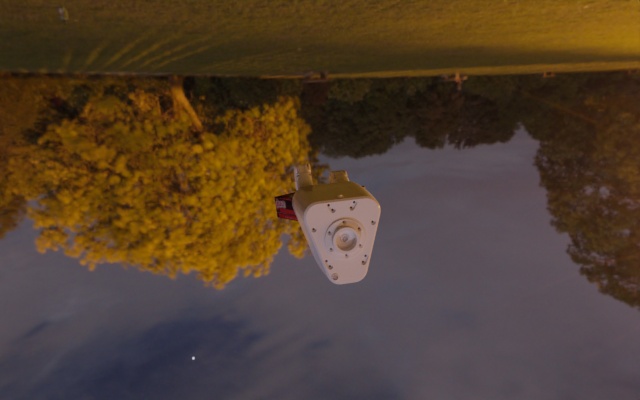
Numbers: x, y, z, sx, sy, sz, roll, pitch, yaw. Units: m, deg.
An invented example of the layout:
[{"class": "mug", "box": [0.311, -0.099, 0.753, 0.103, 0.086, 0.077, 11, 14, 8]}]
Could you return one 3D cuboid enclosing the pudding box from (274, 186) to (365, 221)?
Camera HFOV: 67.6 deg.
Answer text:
[{"class": "pudding box", "box": [0.000, 0.003, 0.730, 0.113, 0.039, 0.090, -12, 13, -35]}]
